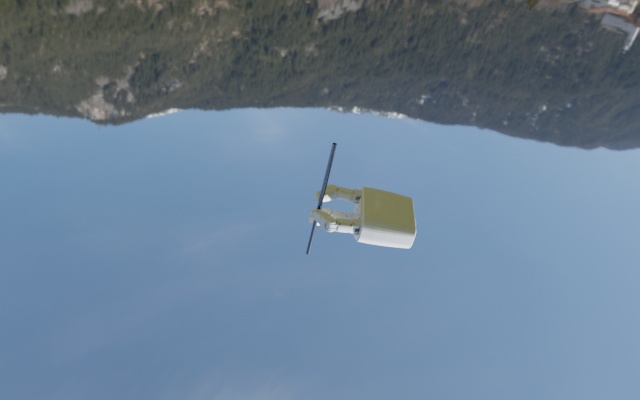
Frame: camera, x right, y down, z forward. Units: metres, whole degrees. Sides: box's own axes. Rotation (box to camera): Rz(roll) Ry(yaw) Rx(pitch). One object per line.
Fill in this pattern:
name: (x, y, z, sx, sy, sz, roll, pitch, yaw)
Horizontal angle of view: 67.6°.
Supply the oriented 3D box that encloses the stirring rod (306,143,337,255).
stirring rod: (0.000, 0.003, 0.900, 0.011, 0.240, 0.011, 11, 28, -6)
